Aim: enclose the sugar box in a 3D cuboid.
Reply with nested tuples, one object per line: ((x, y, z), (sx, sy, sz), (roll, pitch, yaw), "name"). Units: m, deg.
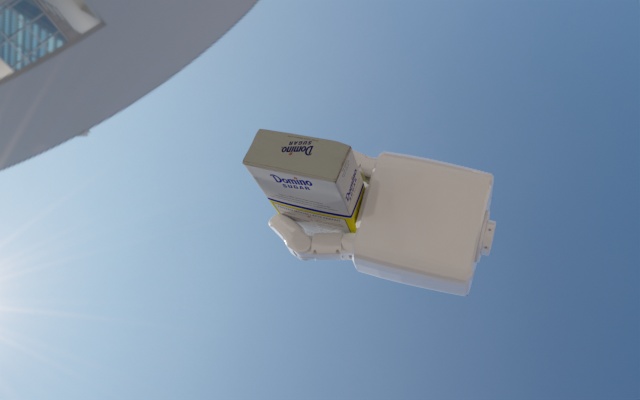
((0.000, 0.001, 0.477), (0.093, 0.048, 0.176), (13, -27, 22), "sugar box")
